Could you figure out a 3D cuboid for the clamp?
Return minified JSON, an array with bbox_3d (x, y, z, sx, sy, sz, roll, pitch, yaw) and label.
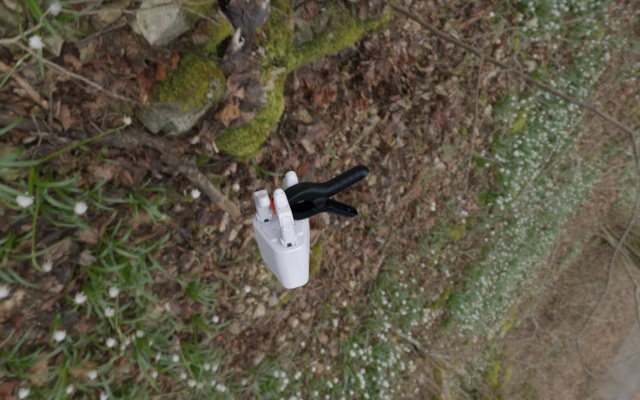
[{"bbox_3d":[0.000,0.003,0.818,0.171,0.120,0.039,-14,45,-9],"label":"clamp"}]
